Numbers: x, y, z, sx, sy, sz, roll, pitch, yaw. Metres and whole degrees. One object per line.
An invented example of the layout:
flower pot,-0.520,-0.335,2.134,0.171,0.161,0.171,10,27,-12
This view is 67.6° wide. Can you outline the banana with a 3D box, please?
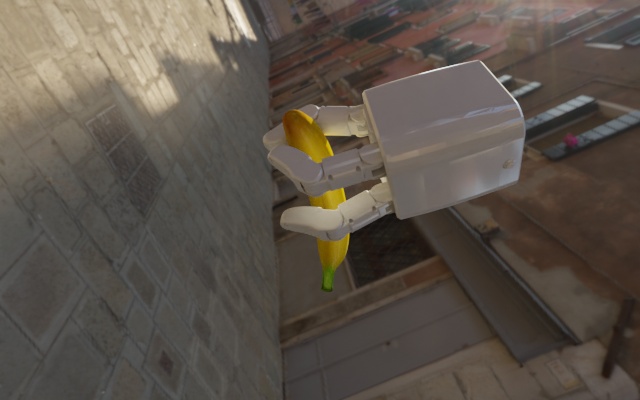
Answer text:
banana,0.002,-0.006,0.460,0.037,0.198,0.069,-7,32,10
